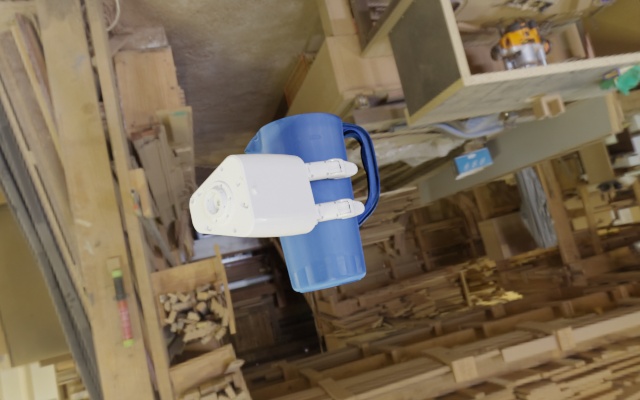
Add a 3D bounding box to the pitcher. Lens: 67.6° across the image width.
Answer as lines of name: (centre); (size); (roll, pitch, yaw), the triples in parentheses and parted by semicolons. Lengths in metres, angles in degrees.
pitcher: (0.000, 0.002, 0.698); (0.149, 0.243, 0.145); (-18, -10, 35)
